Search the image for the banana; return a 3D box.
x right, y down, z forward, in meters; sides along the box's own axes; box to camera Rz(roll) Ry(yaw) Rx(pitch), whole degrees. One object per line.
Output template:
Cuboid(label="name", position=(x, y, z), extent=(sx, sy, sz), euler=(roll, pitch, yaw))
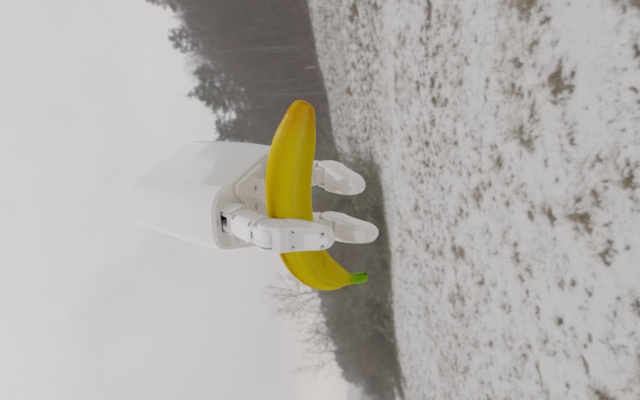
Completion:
Cuboid(label="banana", position=(-0.013, 0.014, 0.409), extent=(0.069, 0.198, 0.037), euler=(-37, 39, -24))
